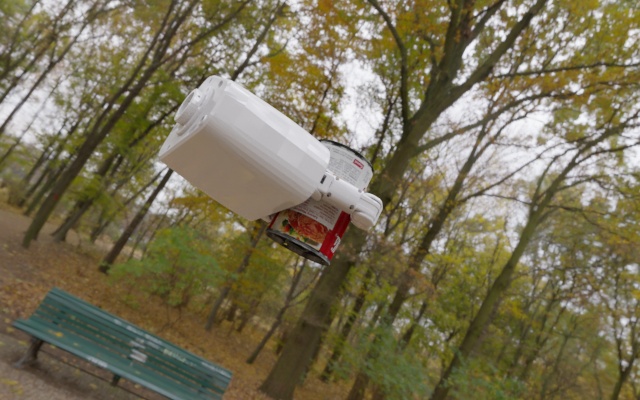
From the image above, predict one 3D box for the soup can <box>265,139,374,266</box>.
[{"bbox_3d":[0.001,0.001,0.456,0.068,0.102,0.068,26,-14,7],"label":"soup can"}]
